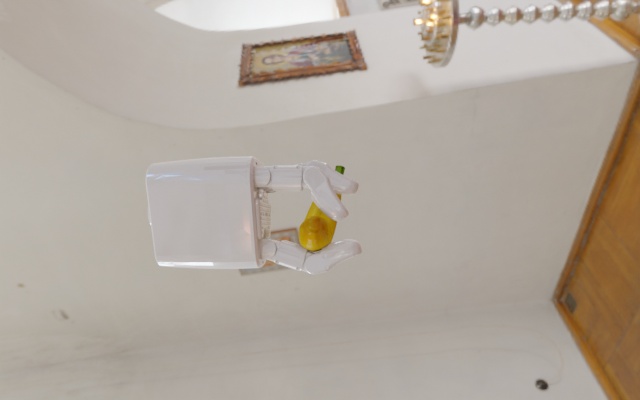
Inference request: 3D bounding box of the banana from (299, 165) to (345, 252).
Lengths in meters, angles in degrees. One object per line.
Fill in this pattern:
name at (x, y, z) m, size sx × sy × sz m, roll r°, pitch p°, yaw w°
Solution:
banana at (0.000, 0.018, 0.540) m, size 0.037 × 0.070 × 0.197 m, roll 6°, pitch 21°, yaw 6°
